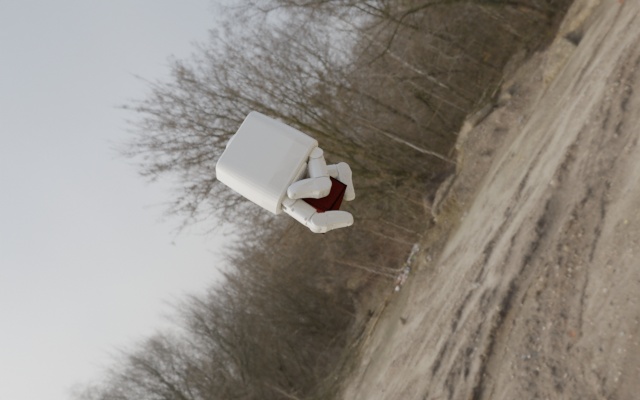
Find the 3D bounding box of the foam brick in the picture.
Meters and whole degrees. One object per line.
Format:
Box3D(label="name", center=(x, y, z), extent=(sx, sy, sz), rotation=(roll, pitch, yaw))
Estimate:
Box3D(label="foam brick", center=(0.000, 0.003, 0.701), extent=(0.051, 0.053, 0.078), rotation=(28, -29, 8))
